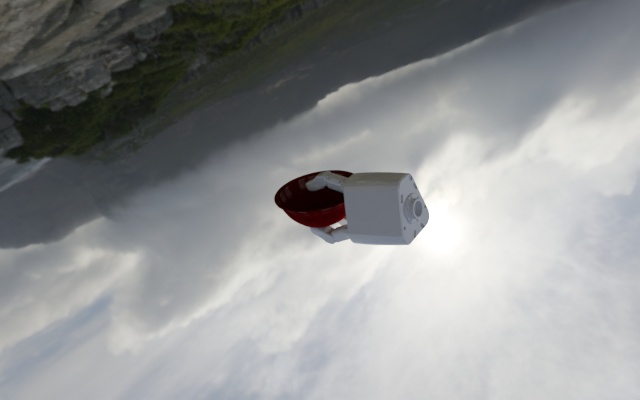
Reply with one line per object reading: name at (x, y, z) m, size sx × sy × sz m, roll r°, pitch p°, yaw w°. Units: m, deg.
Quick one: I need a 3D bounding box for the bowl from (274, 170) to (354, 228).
bowl at (-0.001, 0.003, 0.869) m, size 0.162 × 0.055 × 0.162 m, roll -9°, pitch 27°, yaw 5°
